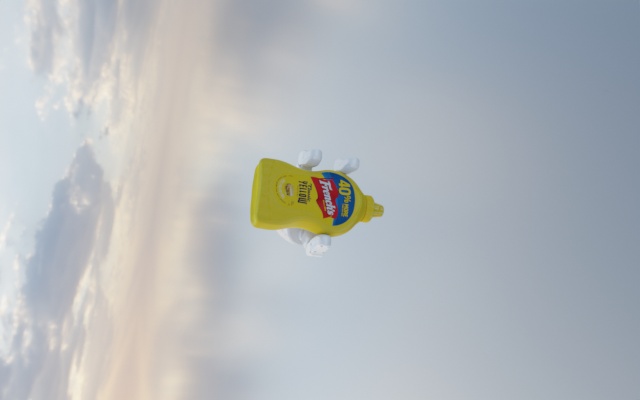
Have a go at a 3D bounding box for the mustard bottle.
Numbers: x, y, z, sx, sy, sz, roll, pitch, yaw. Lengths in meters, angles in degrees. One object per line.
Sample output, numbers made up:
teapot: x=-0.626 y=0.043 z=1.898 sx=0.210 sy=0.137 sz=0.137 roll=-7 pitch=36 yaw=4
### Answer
mustard bottle: x=0.000 y=0.002 z=0.677 sx=0.191 sy=0.096 sz=0.058 roll=9 pitch=-24 yaw=-18
